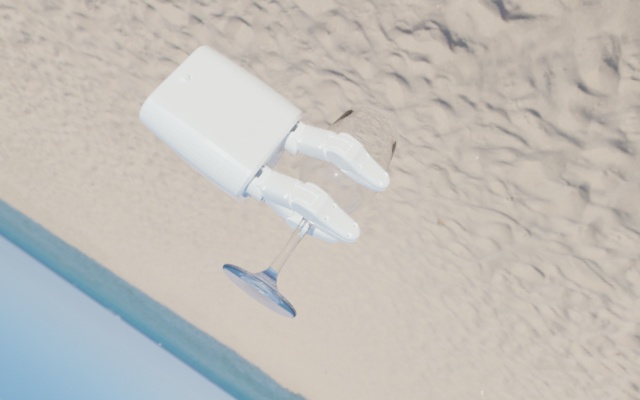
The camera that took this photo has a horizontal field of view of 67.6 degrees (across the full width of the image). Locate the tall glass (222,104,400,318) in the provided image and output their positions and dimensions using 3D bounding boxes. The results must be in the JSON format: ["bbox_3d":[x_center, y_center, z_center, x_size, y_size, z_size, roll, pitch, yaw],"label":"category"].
[{"bbox_3d":[0.000,0.002,0.438,0.079,0.201,0.079,28,-25,14],"label":"tall glass"}]
